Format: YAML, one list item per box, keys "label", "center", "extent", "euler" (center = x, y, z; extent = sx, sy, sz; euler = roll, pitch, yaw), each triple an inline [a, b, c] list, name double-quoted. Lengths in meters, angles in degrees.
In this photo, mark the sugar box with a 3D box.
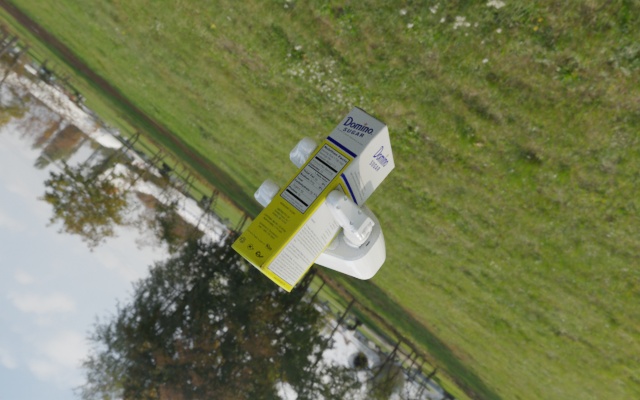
- label: "sugar box"
  center: [0.000, 0.001, 0.470]
  extent: [0.048, 0.176, 0.093]
  euler: [35, -11, 23]
